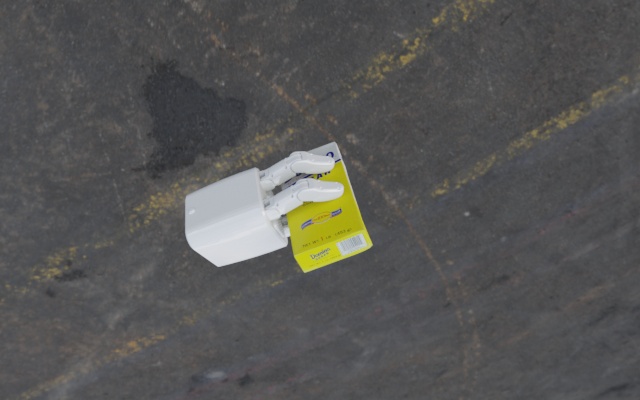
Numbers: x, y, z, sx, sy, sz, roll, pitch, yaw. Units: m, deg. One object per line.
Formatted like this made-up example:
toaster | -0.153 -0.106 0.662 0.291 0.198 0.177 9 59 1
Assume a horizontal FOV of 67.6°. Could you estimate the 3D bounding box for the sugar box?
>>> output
sugar box | 0.000 0.002 0.635 0.093 0.176 0.048 -21 -43 5
